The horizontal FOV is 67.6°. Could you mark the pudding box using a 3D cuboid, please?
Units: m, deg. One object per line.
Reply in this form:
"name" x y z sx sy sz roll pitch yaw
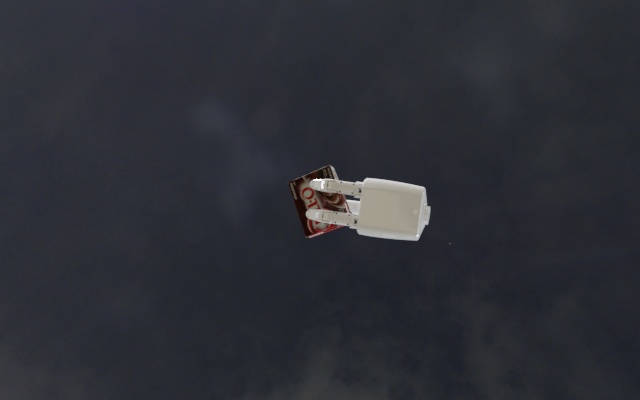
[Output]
"pudding box" 0.000 0.003 0.889 0.090 0.113 0.039 -22 -12 15
